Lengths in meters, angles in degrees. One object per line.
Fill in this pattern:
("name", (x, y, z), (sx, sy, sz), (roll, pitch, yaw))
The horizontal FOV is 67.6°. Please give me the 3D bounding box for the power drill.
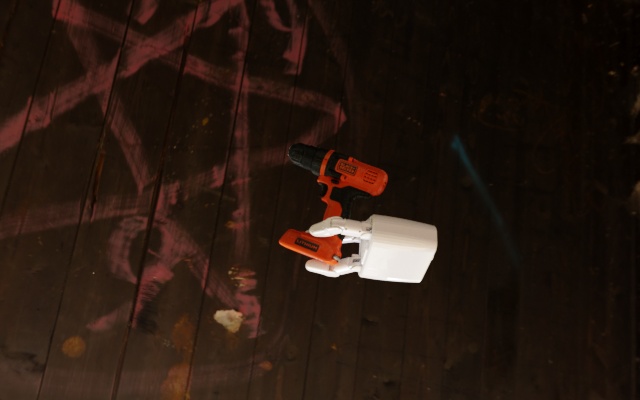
("power drill", (0.000, 0.003, 0.819), (0.184, 0.187, 0.057), (21, -8, 18))
